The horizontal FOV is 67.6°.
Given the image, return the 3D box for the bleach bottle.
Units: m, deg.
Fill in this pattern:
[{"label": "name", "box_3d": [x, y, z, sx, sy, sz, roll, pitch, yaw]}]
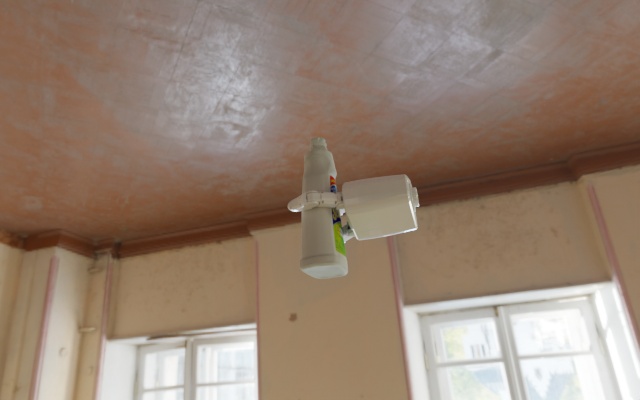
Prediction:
[{"label": "bleach bottle", "box_3d": [0.000, 0.003, 0.830, 0.068, 0.250, 0.103, -10, -23, 15]}]
